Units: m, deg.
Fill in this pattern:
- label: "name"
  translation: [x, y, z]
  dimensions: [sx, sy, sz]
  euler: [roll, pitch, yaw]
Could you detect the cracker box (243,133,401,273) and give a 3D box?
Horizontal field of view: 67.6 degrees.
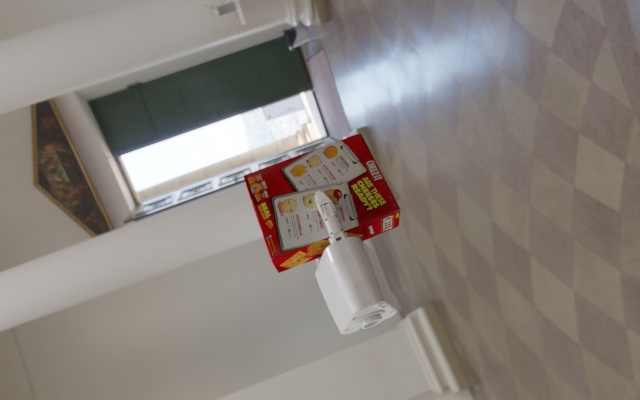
- label: "cracker box"
  translation: [0.000, 0.003, 0.789]
  dimensions: [0.213, 0.164, 0.072]
  euler: [-20, -28, -5]
